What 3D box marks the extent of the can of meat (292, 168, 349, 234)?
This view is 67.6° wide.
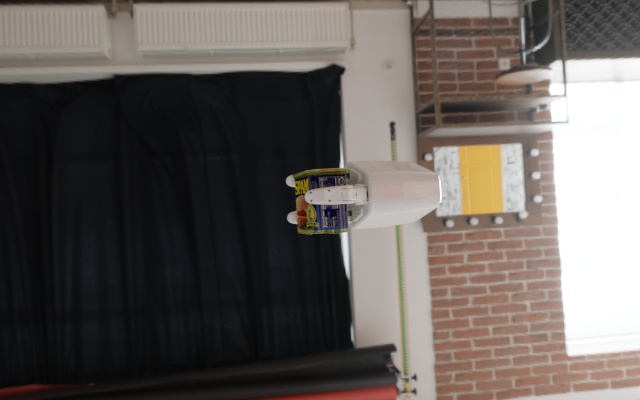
[{"bbox_3d":[0.000,0.002,0.653,0.057,0.084,0.102,-4,0,-18],"label":"can of meat"}]
